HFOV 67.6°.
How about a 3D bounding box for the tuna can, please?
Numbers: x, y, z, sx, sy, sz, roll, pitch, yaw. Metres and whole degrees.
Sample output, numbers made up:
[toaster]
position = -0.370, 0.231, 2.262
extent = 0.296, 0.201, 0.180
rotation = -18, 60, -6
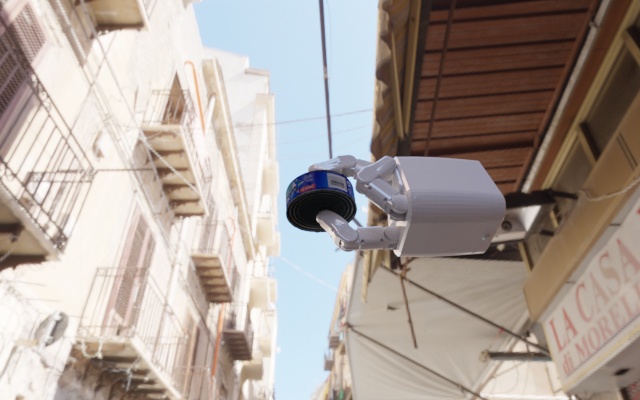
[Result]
[tuna can]
position = 0.000, 0.001, 0.581
extent = 0.086, 0.033, 0.086
rotation = -4, -37, -3
